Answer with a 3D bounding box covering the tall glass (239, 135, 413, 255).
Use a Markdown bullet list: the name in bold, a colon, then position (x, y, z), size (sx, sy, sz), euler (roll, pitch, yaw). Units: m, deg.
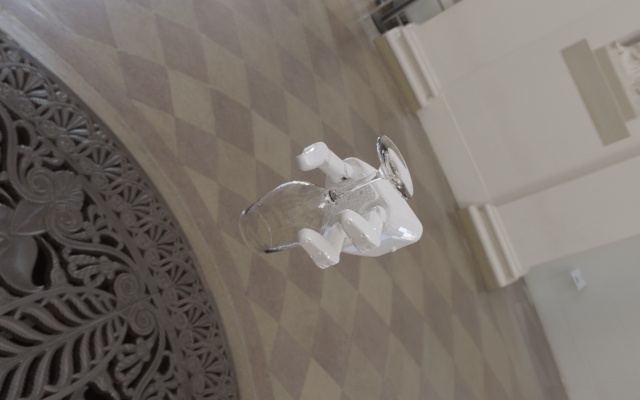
- **tall glass**: position (0.001, 0.001, 0.551), size (0.201, 0.079, 0.079), euler (-25, -12, 27)
